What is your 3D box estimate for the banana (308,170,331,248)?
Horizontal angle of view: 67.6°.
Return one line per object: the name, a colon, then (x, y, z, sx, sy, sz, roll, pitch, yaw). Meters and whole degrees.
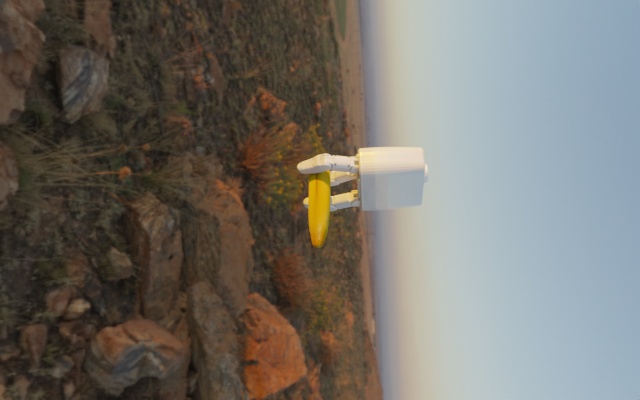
banana: (-0.001, -0.013, 0.802, 0.037, 0.070, 0.197, -2, 43, 2)
